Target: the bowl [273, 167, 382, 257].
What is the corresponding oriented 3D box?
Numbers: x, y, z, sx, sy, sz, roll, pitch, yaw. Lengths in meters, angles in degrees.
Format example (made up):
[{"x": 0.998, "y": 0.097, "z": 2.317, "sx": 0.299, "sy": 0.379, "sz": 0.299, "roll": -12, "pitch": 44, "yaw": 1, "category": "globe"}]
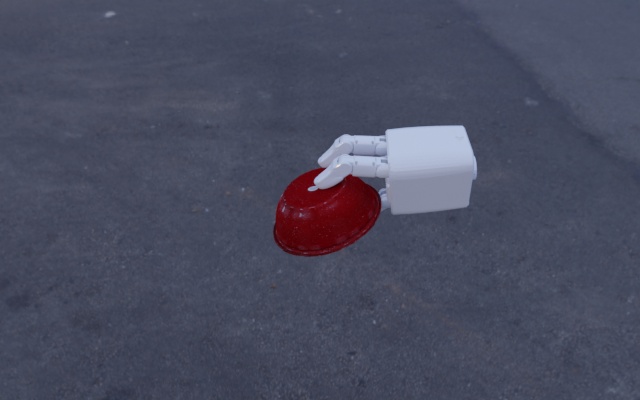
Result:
[{"x": -0.001, "y": 0.002, "z": 0.662, "sx": 0.162, "sy": 0.055, "sz": 0.162, "roll": -16, "pitch": 35, "yaw": 11, "category": "bowl"}]
